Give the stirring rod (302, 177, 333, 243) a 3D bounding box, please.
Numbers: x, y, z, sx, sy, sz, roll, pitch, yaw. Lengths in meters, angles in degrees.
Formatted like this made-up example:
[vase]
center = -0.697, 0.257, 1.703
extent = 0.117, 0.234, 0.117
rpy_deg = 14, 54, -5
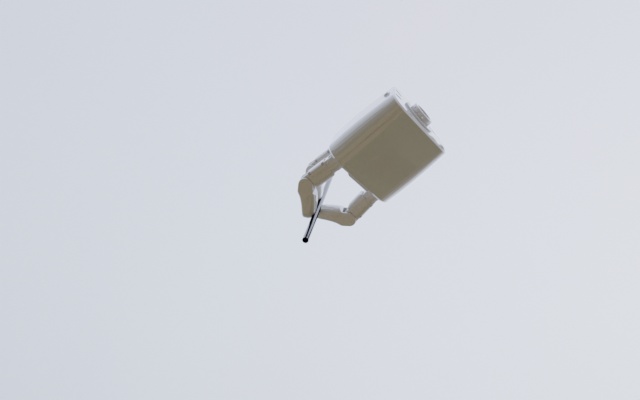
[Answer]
[stirring rod]
center = 0.000, 0.002, 0.686
extent = 0.011, 0.011, 0.239
rpy_deg = 0, 22, 10
